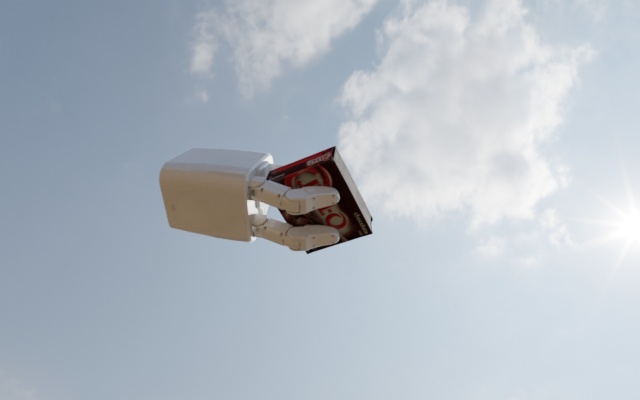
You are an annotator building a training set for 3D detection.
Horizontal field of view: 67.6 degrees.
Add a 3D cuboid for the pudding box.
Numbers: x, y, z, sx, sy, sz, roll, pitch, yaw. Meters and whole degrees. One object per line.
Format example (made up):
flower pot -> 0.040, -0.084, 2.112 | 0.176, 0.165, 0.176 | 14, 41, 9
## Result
pudding box -> 0.000, 0.002, 0.565 | 0.090, 0.113, 0.039 | -19, 31, 21
